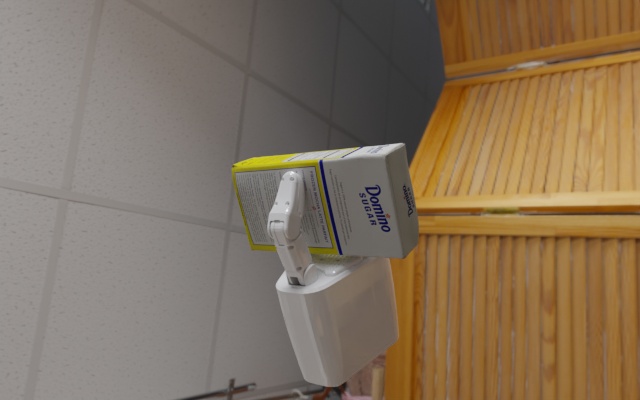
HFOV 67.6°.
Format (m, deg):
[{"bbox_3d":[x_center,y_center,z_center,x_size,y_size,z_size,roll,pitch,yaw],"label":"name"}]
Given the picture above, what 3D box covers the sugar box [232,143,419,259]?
[{"bbox_3d":[0.000,0.001,0.448,0.176,0.093,0.048,-1,19,34],"label":"sugar box"}]
